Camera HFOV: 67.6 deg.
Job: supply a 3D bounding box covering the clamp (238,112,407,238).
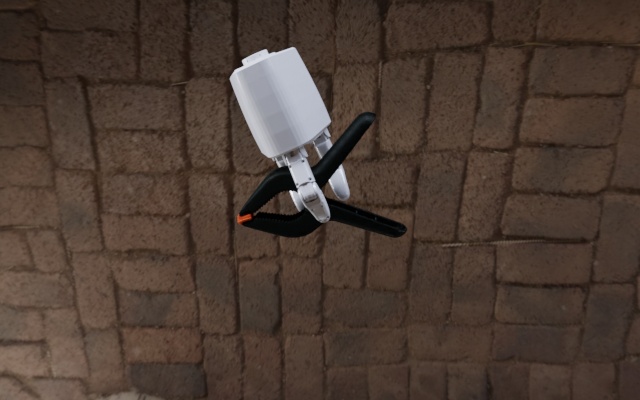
[{"bbox_3d":[-0.001,0.002,0.602,0.210,0.164,0.036,-22,16,10],"label":"clamp"}]
